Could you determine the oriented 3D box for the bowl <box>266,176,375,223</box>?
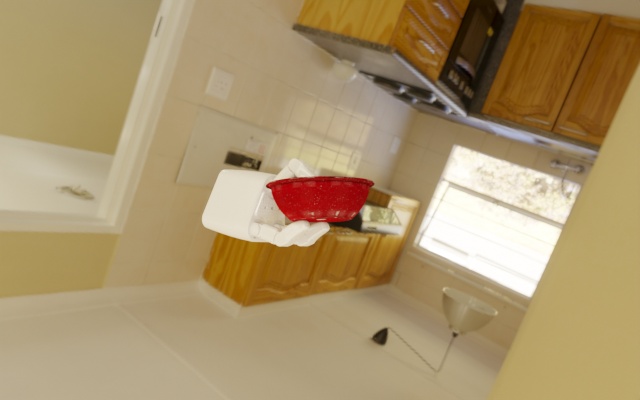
[{"bbox_3d":[0.001,0.003,0.707,0.162,0.055,0.162,-1,-6,0],"label":"bowl"}]
